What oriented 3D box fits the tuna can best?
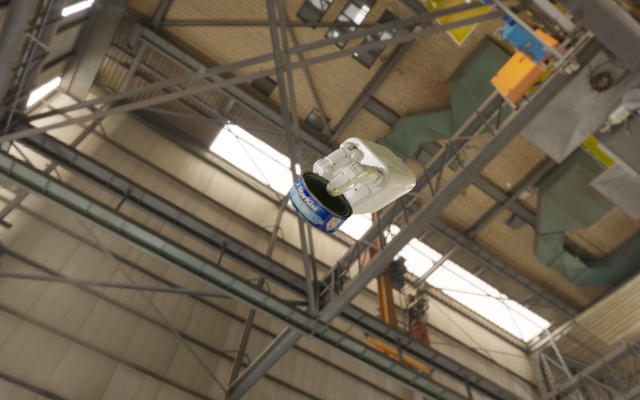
[{"bbox_3d":[0.000,0.002,0.635,0.034,0.086,0.086,-48,-22,21],"label":"tuna can"}]
